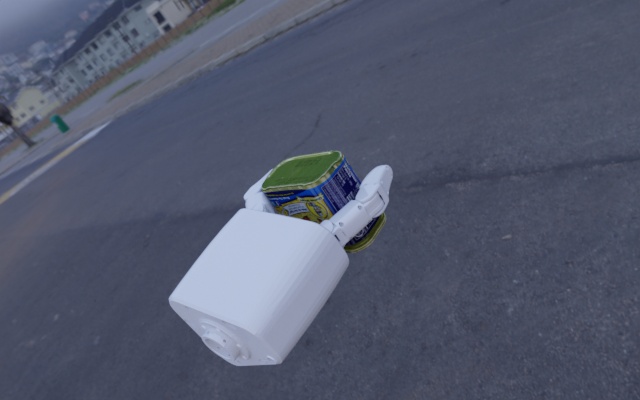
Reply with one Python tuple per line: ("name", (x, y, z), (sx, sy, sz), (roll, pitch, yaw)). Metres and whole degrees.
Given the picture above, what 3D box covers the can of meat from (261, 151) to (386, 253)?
("can of meat", (0.000, 0.001, 0.470), (0.102, 0.084, 0.057), (-4, 39, 48))
